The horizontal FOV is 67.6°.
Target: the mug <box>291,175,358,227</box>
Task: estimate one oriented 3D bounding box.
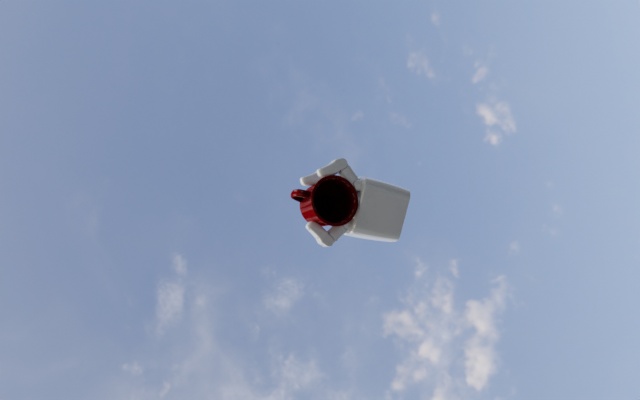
[{"bbox_3d":[-0.001,0.003,0.883,0.117,0.093,0.081,13,-13,-20],"label":"mug"}]
